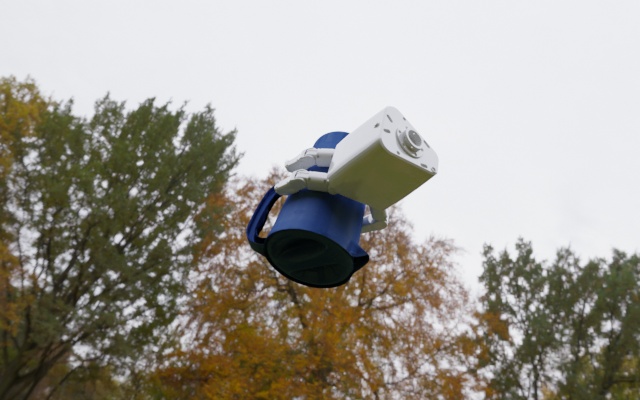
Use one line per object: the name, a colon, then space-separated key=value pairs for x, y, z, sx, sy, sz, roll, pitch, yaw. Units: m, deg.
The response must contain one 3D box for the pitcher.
pitcher: x=0.000 y=0.002 z=0.746 sx=0.149 sy=0.242 sz=0.145 roll=36 pitch=-45 yaw=-18
